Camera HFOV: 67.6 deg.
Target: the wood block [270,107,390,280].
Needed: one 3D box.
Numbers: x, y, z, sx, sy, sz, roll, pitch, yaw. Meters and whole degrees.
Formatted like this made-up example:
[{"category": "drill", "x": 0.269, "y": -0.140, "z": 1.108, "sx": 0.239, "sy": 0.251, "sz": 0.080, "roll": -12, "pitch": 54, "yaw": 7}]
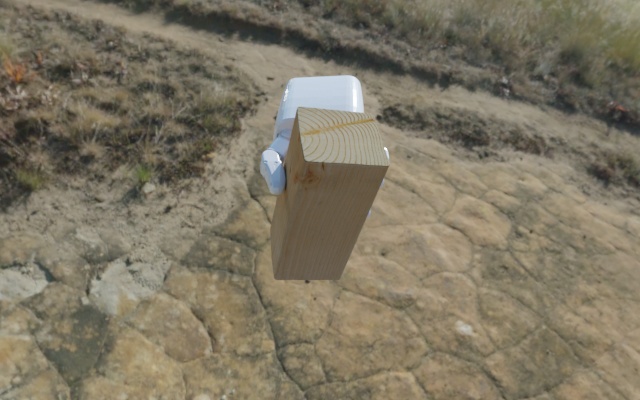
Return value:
[{"category": "wood block", "x": 0.000, "y": 0.001, "z": 0.569, "sx": 0.091, "sy": 0.090, "sz": 0.206, "roll": 3, "pitch": -43, "yaw": -14}]
